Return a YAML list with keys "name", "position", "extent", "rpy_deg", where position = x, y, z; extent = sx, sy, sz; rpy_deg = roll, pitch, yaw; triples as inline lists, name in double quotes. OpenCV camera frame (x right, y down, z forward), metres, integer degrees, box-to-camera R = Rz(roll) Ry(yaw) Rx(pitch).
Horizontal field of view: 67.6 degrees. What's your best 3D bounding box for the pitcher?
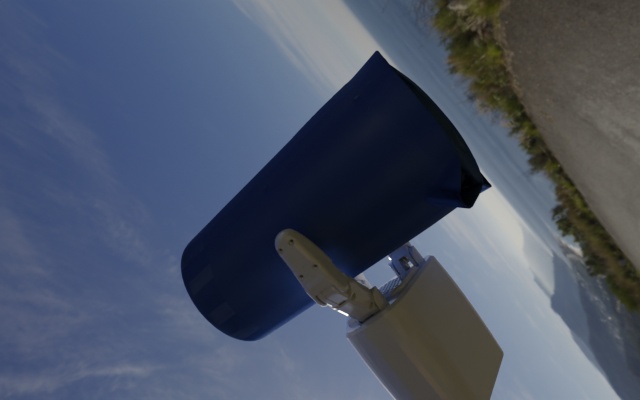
- name: "pitcher"
  position: [0.000, 0.001, 0.400]
  extent: [0.243, 0.145, 0.149]
  rpy_deg: [-40, -3, 17]
